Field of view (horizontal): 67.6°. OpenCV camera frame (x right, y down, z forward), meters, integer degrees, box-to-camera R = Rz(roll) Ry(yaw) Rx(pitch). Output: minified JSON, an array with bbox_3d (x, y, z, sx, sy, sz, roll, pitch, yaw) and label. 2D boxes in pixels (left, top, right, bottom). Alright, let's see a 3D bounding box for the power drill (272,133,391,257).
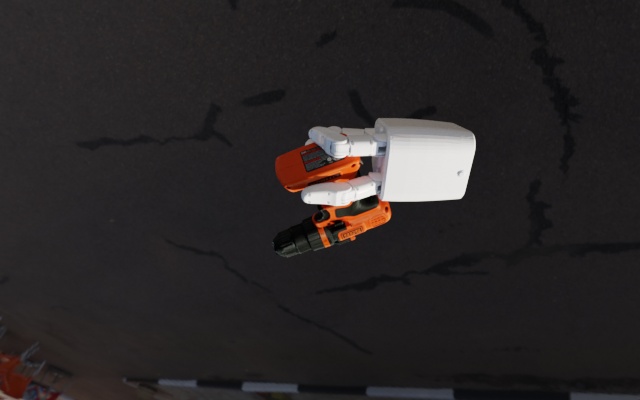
[{"bbox_3d":[0.000,0.002,0.659,0.184,0.057,0.188,-22,-34,0],"label":"power drill"}]
